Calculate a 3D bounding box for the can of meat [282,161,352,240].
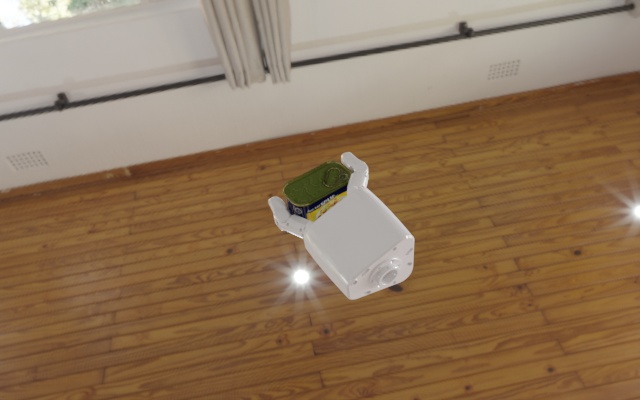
[{"bbox_3d":[0.000,0.003,0.712,0.102,0.084,0.057,-29,48,-20],"label":"can of meat"}]
